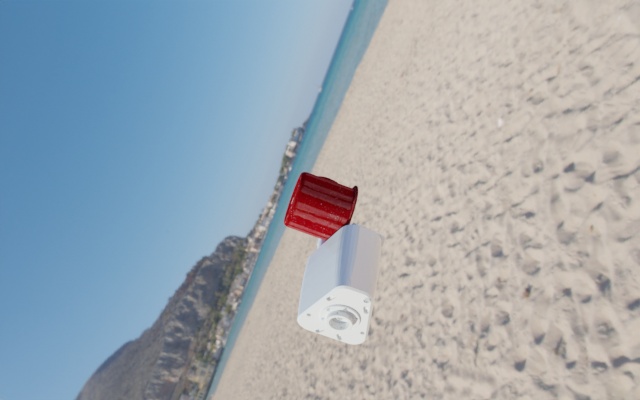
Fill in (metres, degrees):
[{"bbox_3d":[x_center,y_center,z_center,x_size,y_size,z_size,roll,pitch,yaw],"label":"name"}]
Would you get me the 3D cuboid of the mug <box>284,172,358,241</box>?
[{"bbox_3d":[0.000,0.001,0.682,0.081,0.093,0.117,19,39,-6],"label":"mug"}]
